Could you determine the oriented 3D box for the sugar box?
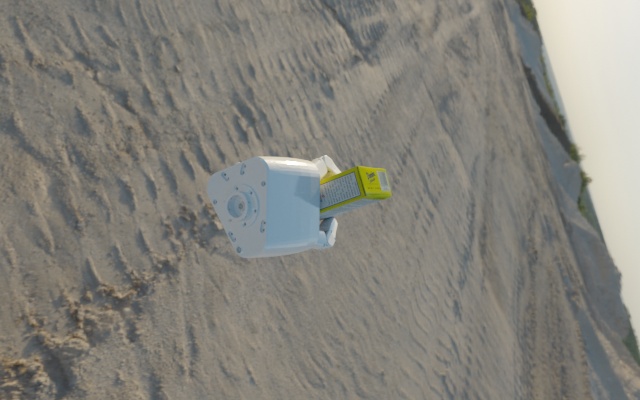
[{"bbox_3d":[0.000,0.002,0.654,0.176,0.048,0.093,-18,-9,28],"label":"sugar box"}]
